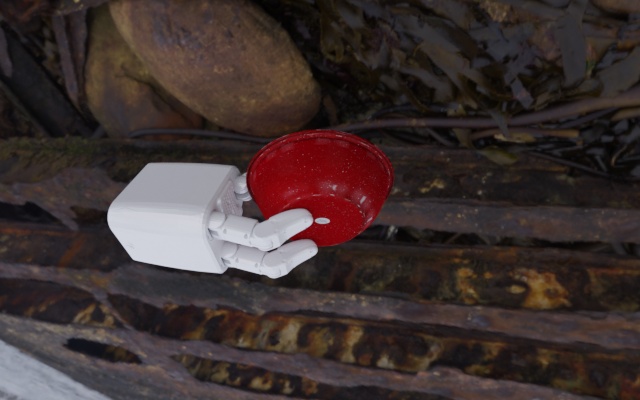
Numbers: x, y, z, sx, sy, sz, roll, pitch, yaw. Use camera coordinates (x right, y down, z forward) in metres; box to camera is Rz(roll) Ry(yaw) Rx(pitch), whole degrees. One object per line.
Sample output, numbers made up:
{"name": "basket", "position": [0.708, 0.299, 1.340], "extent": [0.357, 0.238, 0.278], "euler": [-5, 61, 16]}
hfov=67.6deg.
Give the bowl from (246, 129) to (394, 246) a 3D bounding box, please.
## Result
{"name": "bowl", "position": [0.001, 0.002, 0.505], "extent": [0.162, 0.055, 0.162], "euler": [-1, -38, -1]}
